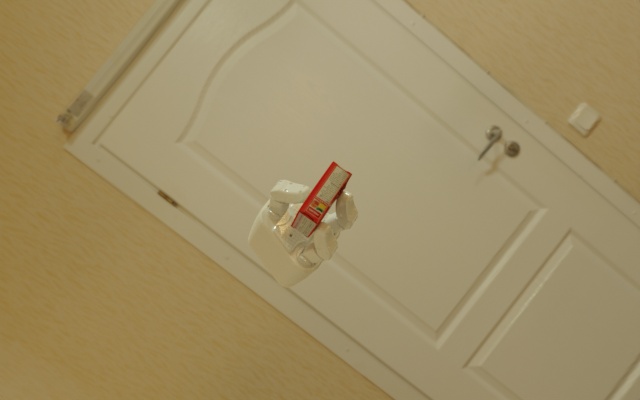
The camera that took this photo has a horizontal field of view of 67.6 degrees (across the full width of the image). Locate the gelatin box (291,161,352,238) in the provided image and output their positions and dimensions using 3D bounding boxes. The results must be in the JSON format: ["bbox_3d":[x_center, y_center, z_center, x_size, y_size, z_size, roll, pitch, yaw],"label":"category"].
[{"bbox_3d":[0.000,0.002,0.574,0.030,0.073,0.089,35,-18,2],"label":"gelatin box"}]
